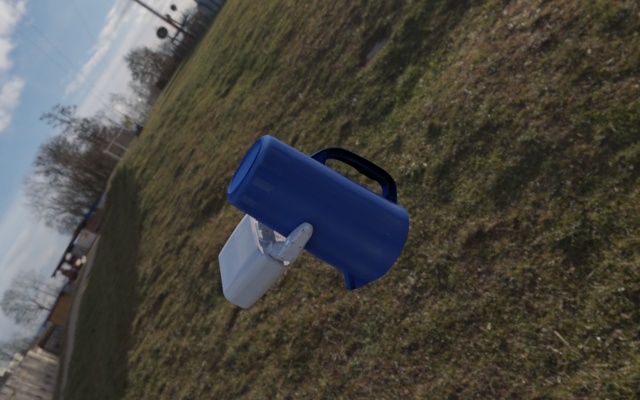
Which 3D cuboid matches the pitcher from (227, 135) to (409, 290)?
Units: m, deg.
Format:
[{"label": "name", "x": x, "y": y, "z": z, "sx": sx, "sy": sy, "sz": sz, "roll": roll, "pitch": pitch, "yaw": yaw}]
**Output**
[{"label": "pitcher", "x": 0.000, "y": 0.002, "z": 0.686, "sx": 0.243, "sy": 0.145, "sz": 0.149, "roll": 31, "pitch": 26, "yaw": -19}]
